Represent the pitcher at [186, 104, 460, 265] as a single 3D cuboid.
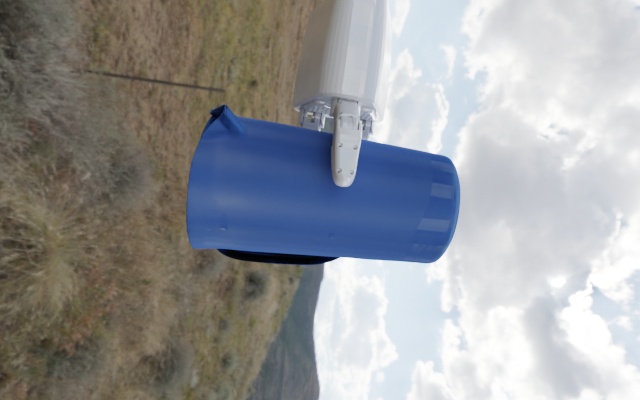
[{"bbox_3d":[0.000,0.001,0.471,0.243,0.145,0.149,8,-3,-3],"label":"pitcher"}]
